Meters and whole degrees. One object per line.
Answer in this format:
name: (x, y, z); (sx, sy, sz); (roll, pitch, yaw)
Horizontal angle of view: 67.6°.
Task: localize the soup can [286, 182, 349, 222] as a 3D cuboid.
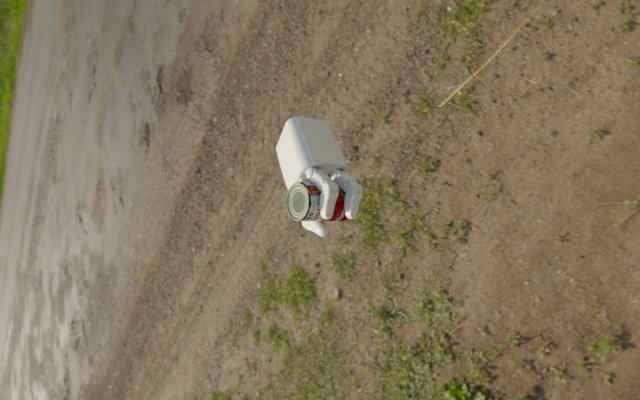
soup can: (0.000, 0.003, 0.825); (0.102, 0.068, 0.068); (1, -1, -40)
